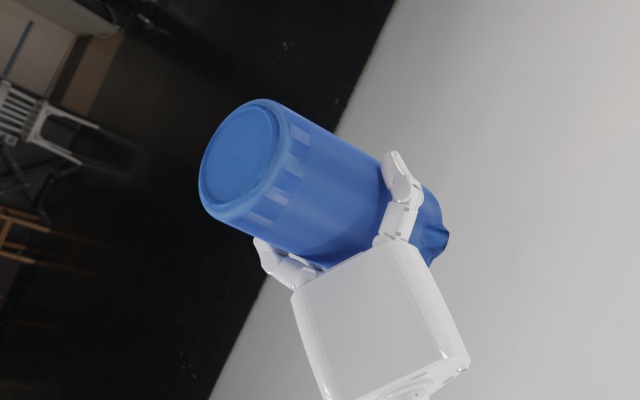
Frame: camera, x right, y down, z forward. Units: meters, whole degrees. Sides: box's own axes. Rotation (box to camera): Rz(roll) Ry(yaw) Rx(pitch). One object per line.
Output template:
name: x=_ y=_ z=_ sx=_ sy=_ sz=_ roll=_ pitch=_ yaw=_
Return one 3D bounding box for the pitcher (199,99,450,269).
pitcher: x=0.000 y=0.002 z=0.475 sx=0.149 sy=0.145 sz=0.243 roll=-39 pitch=-41 yaw=23
